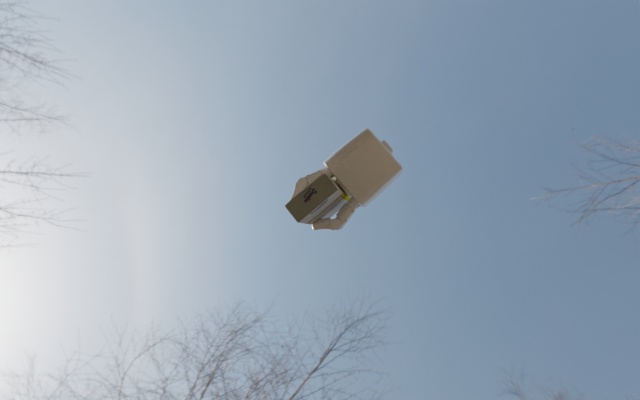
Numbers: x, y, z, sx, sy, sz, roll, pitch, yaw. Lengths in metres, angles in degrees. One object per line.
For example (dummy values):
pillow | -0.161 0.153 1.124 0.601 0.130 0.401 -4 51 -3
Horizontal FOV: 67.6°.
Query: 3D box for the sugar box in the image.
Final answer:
sugar box | 0.000 0.002 0.899 0.093 0.048 0.176 -40 -14 5
